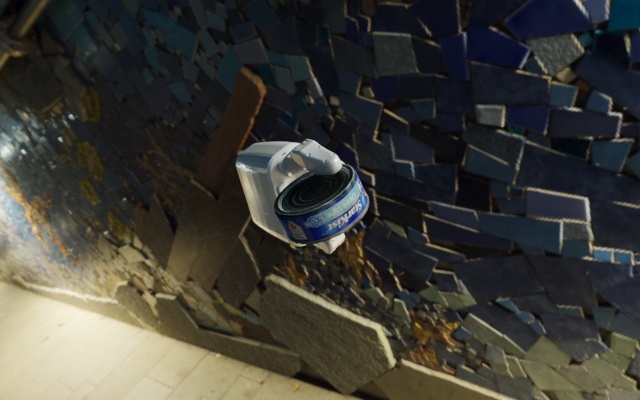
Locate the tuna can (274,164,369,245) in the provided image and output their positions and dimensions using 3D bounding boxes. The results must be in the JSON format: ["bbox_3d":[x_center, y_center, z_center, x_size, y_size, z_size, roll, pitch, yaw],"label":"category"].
[{"bbox_3d":[0.000,0.001,0.449,0.086,0.034,0.086,-21,27,11],"label":"tuna can"}]
